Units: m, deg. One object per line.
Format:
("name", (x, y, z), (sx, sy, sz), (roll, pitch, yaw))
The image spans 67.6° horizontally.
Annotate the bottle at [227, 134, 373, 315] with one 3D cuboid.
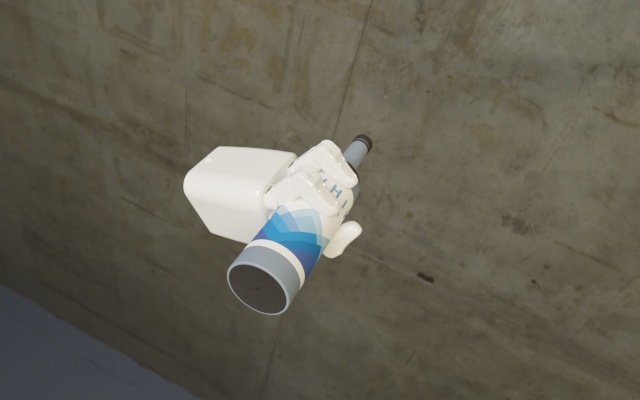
("bottle", (0.000, 0.002, 0.552), (0.069, 0.069, 0.295), (0, 34, 29))
